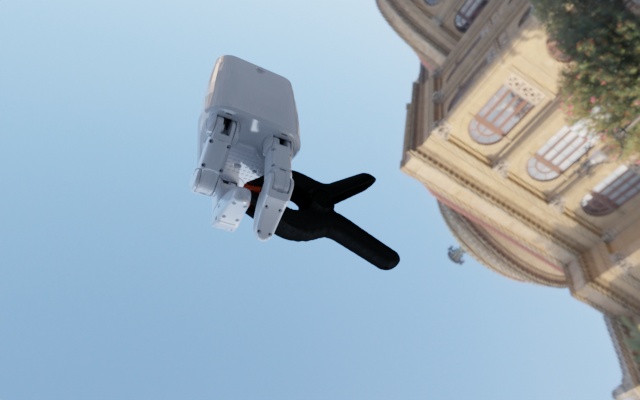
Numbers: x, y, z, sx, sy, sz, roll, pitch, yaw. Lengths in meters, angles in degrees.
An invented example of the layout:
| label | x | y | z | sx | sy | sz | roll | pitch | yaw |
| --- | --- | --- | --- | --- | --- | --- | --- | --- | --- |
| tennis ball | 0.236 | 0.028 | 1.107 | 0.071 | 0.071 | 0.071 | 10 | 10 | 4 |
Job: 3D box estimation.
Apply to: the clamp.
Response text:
| label | x | y | z | sx | sy | sz | roll | pitch | yaw |
| --- | --- | --- | --- | --- | --- | --- | --- | --- | --- |
| clamp | 0.000 | 0.002 | 0.484 | 0.171 | 0.120 | 0.039 | 19 | -51 | -22 |
